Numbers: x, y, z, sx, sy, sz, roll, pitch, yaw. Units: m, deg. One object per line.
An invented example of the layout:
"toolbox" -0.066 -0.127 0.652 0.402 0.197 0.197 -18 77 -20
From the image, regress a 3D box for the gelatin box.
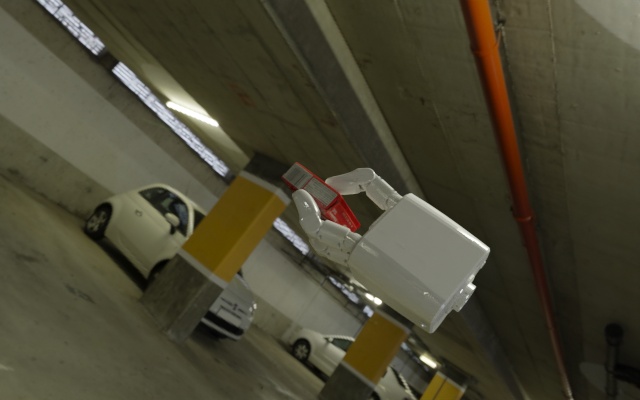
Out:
"gelatin box" 0.000 0.001 0.583 0.089 0.030 0.073 38 -11 37
